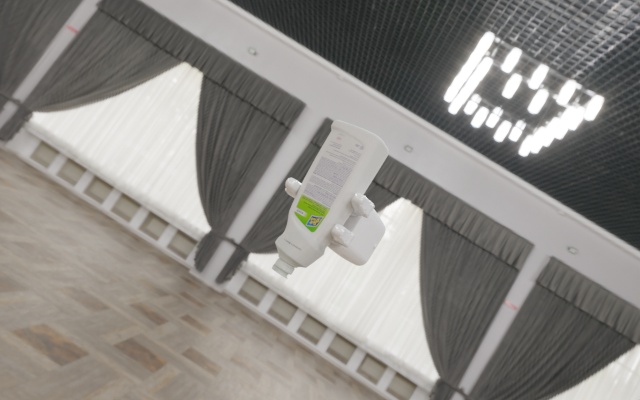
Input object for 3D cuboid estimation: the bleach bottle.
[{"bbox_3d":[0.000,0.002,0.736,0.102,0.251,0.068,28,-9,36],"label":"bleach bottle"}]
